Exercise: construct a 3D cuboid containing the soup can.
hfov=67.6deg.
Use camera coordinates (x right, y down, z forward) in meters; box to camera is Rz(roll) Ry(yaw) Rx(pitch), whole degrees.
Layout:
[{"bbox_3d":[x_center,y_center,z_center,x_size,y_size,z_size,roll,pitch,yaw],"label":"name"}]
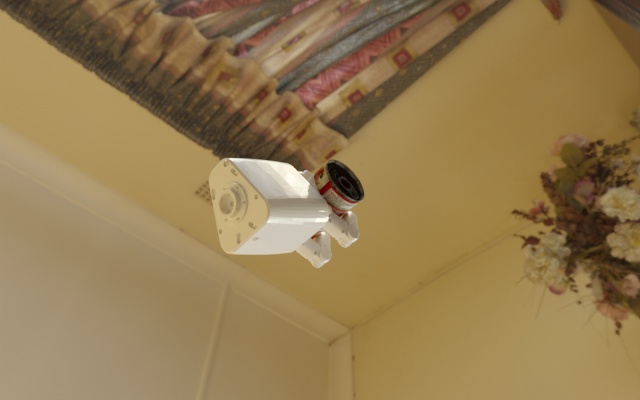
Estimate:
[{"bbox_3d":[0.000,0.002,0.648,0.102,0.068,0.068,-41,-23,29],"label":"soup can"}]
